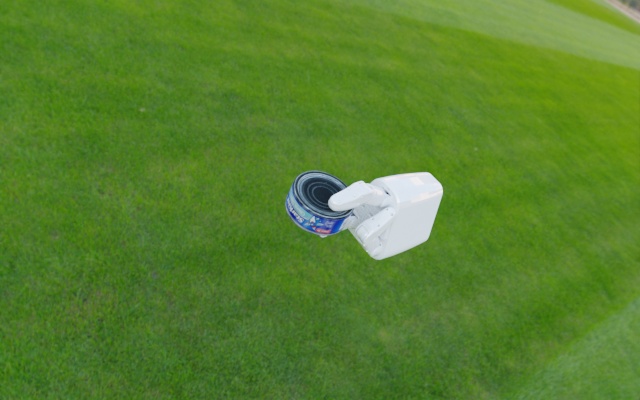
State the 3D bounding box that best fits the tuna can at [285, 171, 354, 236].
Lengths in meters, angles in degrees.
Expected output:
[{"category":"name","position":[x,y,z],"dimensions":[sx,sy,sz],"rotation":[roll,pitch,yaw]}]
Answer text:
[{"category":"tuna can","position":[0.000,0.002,0.614],"dimensions":[0.086,0.086,0.034],"rotation":[0,-42,-27]}]
